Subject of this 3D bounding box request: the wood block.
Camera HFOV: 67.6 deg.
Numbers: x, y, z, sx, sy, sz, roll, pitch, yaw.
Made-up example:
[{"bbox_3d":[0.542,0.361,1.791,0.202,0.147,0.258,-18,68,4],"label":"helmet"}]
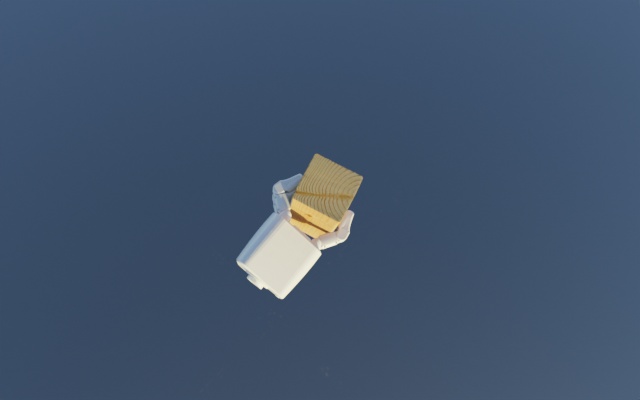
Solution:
[{"bbox_3d":[0.000,0.003,0.871,0.091,0.090,0.206,28,-15,0],"label":"wood block"}]
